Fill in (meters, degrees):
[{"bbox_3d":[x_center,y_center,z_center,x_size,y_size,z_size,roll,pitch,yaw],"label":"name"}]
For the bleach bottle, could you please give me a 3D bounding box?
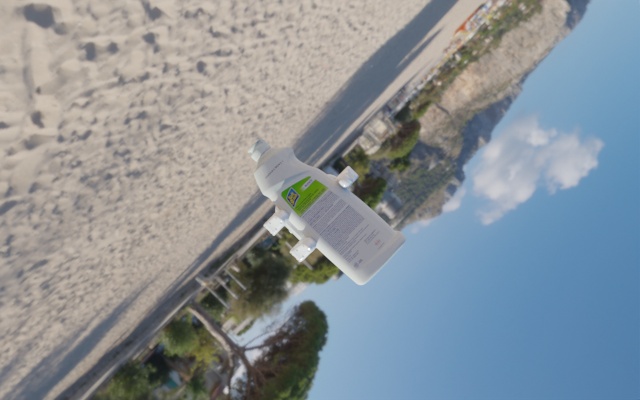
[{"bbox_3d":[0.000,0.002,0.693,0.251,0.102,0.068,45,-6,-1],"label":"bleach bottle"}]
